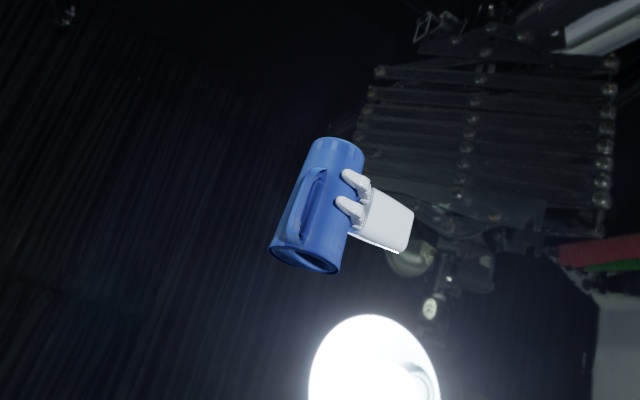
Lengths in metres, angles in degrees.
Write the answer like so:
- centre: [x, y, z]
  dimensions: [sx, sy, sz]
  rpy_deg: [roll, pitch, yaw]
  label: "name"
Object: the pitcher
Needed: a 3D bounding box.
- centre: [0.000, 0.003, 0.884]
  dimensions: [0.145, 0.242, 0.149]
  rpy_deg: [27, -23, -22]
  label: "pitcher"
